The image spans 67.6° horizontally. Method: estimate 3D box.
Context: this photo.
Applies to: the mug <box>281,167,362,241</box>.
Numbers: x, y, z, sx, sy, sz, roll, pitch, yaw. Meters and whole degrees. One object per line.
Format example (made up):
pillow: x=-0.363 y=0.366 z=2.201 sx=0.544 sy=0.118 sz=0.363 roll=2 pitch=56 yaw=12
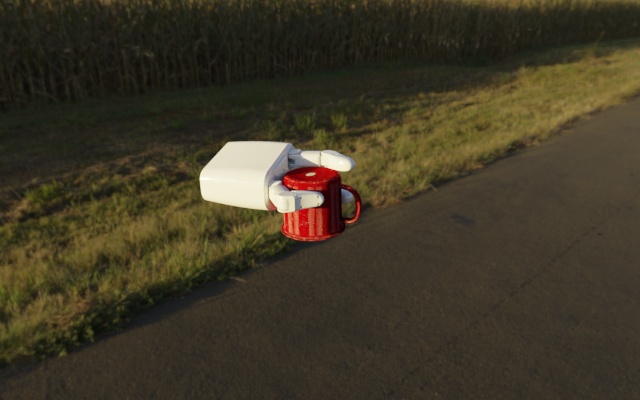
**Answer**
mug: x=0.001 y=0.002 z=0.667 sx=0.117 sy=0.081 sz=0.093 roll=5 pitch=21 yaw=18
